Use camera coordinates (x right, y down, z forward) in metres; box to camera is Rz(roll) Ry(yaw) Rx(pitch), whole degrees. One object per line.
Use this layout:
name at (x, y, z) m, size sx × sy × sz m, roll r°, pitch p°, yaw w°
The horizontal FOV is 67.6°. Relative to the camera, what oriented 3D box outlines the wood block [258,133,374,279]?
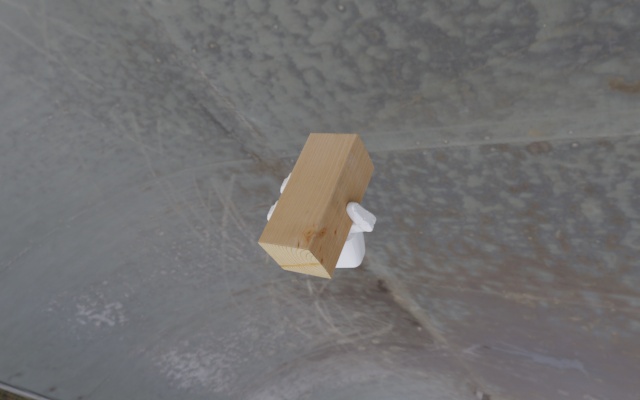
wood block at (0.000, 0.003, 0.736) m, size 0.091 × 0.206 × 0.090 m, roll 6°, pitch -31°, yaw 30°
